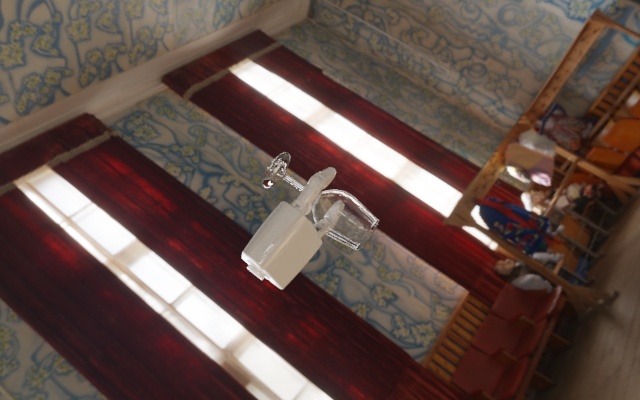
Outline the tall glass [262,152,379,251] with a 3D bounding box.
[{"bbox_3d":[0.000,0.002,0.809,0.201,0.079,0.079,35,10,16],"label":"tall glass"}]
